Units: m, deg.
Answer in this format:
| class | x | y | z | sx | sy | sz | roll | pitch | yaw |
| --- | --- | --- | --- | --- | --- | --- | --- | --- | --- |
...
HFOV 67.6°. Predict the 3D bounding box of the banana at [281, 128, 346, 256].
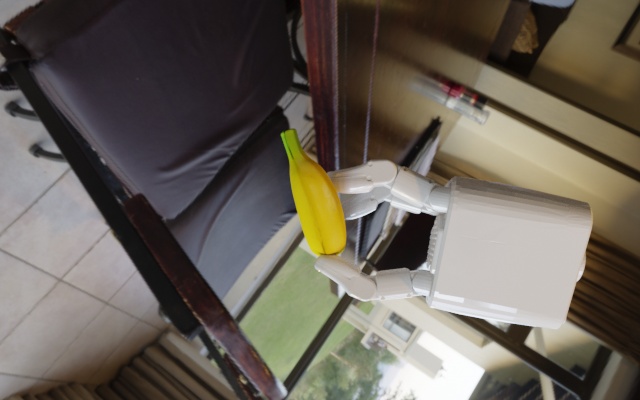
| class | x | y | z | sx | sy | sz | roll | pitch | yaw |
| --- | --- | --- | --- | --- | --- | --- | --- | --- | --- |
| banana | 0.002 | 0.016 | 0.430 | 0.037 | 0.069 | 0.198 | -10 | -28 | 2 |
